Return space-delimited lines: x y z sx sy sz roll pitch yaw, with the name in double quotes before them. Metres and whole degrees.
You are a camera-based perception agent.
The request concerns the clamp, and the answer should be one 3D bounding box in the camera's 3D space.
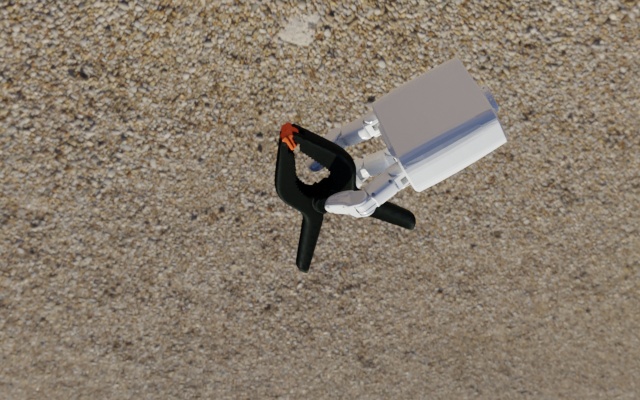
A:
"clamp" 0.000 0.002 0.563 0.164 0.210 0.036 -30 37 14
